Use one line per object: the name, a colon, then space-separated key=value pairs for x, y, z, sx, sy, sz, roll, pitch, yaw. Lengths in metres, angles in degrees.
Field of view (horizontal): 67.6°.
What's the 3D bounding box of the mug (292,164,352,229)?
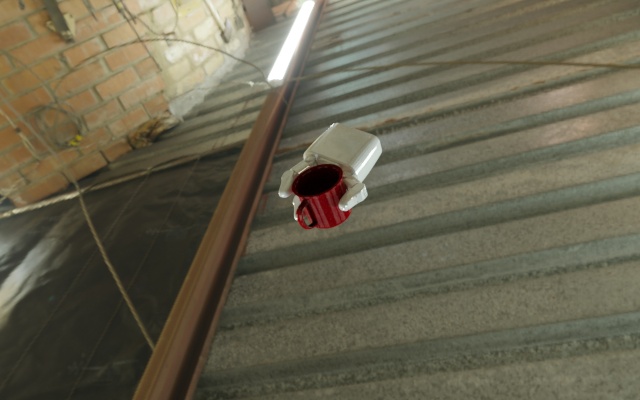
mug: x=-0.001 y=0.004 z=0.831 sx=0.093 sy=0.081 sz=0.117 roll=9 pitch=46 yaw=37
